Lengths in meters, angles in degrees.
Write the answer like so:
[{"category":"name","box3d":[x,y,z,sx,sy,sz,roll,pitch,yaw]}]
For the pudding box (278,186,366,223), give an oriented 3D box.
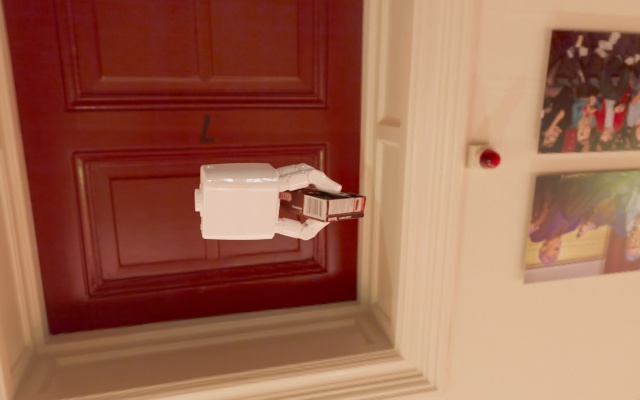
[{"category":"pudding box","box3d":[0.000,0.003,0.747,0.090,0.039,0.113,-6,17,-45]}]
